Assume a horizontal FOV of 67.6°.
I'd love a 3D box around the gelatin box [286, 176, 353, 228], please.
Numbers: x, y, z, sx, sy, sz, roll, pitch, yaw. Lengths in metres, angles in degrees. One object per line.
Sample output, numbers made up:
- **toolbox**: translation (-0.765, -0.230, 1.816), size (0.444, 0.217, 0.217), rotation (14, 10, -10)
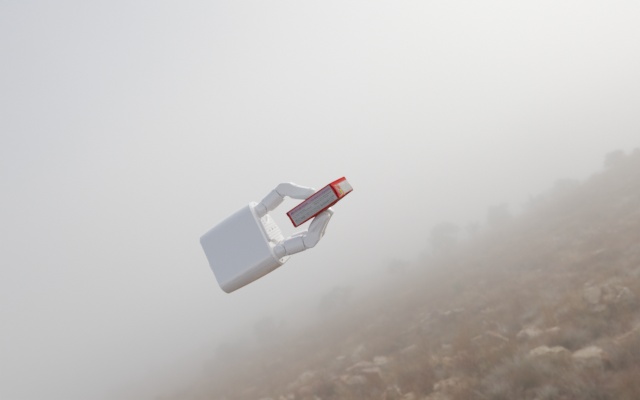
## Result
- **gelatin box**: translation (0.000, 0.002, 0.732), size (0.089, 0.030, 0.073), rotation (-35, -3, 23)
